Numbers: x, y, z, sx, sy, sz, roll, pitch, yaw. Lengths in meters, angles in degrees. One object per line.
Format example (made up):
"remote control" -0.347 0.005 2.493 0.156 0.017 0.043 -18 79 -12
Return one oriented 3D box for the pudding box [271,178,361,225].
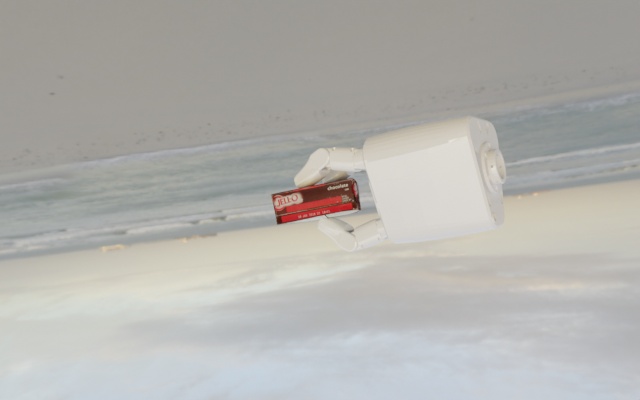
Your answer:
"pudding box" 0.000 0.002 0.552 0.090 0.039 0.113 -10 -4 7
